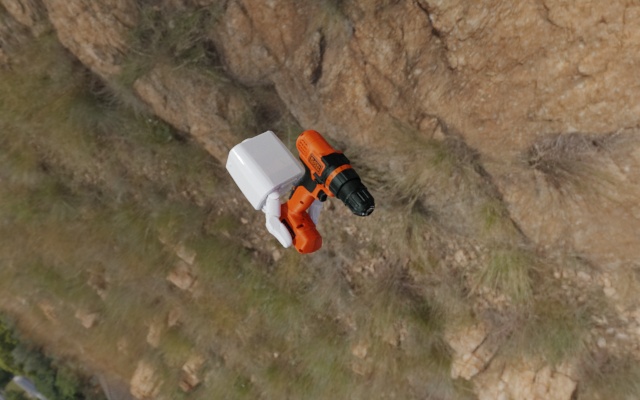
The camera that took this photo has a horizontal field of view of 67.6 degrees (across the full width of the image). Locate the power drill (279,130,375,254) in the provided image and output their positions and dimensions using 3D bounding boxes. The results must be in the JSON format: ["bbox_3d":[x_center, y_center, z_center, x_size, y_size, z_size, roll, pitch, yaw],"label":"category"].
[{"bbox_3d":[0.000,0.003,0.806,0.057,0.188,0.184,-9,51,-40],"label":"power drill"}]
